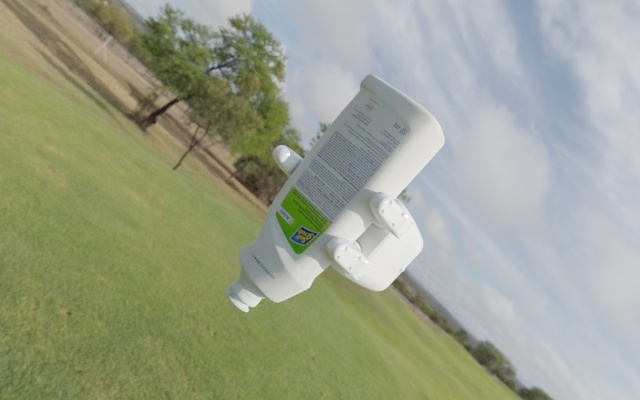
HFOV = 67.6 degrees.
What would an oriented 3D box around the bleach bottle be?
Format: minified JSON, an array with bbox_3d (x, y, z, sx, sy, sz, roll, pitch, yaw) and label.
[{"bbox_3d":[0.000,0.002,0.465,0.102,0.251,0.068,44,1,32],"label":"bleach bottle"}]
